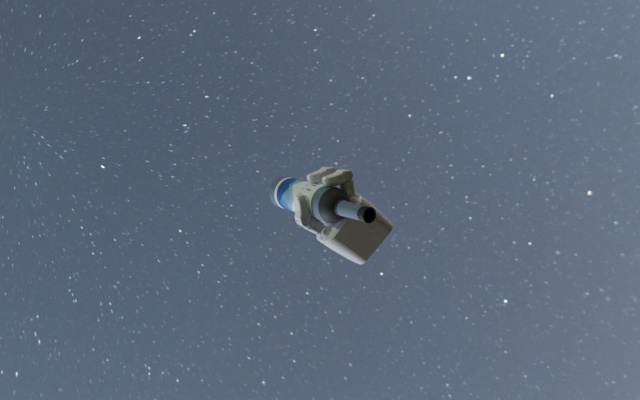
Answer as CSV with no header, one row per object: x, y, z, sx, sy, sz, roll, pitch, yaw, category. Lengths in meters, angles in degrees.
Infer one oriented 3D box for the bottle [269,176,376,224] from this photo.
0.000,0.003,0.888,0.069,0.069,0.295,0,8,-33,bottle
